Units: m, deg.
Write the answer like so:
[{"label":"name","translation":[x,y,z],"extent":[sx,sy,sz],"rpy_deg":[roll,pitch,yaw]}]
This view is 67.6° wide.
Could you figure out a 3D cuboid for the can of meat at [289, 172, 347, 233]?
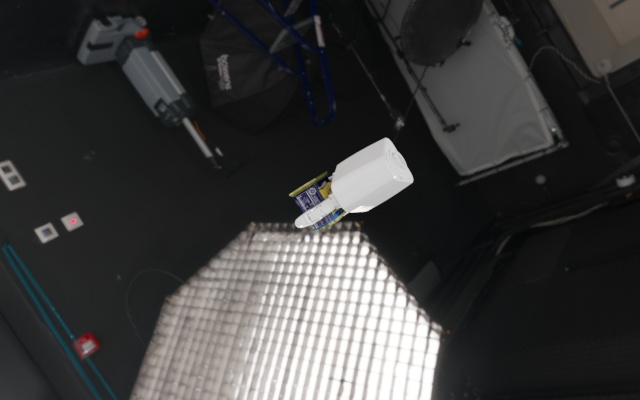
[{"label":"can of meat","translation":[0.000,0.003,0.858],"extent":[0.057,0.084,0.102],"rpy_deg":[-31,3,21]}]
